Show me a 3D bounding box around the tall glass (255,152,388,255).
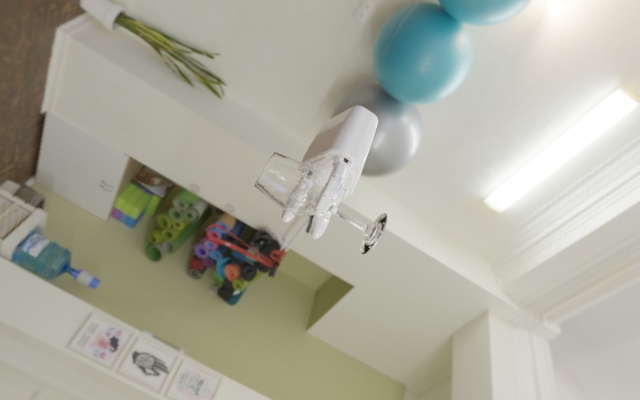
[{"bbox_3d":[0.001,0.003,0.736,0.201,0.079,0.079,30,-6,-9],"label":"tall glass"}]
